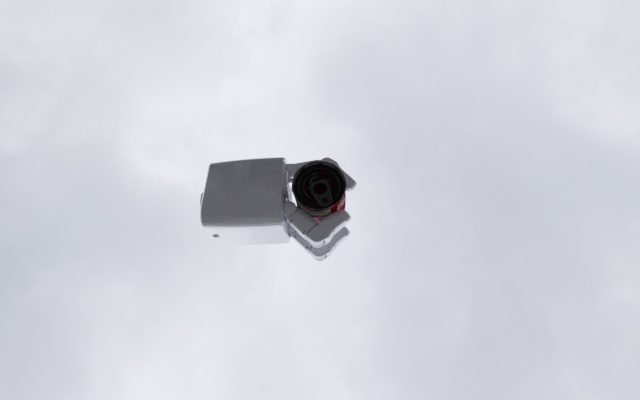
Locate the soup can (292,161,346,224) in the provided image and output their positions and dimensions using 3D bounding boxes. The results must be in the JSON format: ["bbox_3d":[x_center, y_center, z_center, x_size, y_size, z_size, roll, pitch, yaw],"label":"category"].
[{"bbox_3d":[0.001,0.002,0.635,0.068,0.068,0.102,0,-25,3],"label":"soup can"}]
